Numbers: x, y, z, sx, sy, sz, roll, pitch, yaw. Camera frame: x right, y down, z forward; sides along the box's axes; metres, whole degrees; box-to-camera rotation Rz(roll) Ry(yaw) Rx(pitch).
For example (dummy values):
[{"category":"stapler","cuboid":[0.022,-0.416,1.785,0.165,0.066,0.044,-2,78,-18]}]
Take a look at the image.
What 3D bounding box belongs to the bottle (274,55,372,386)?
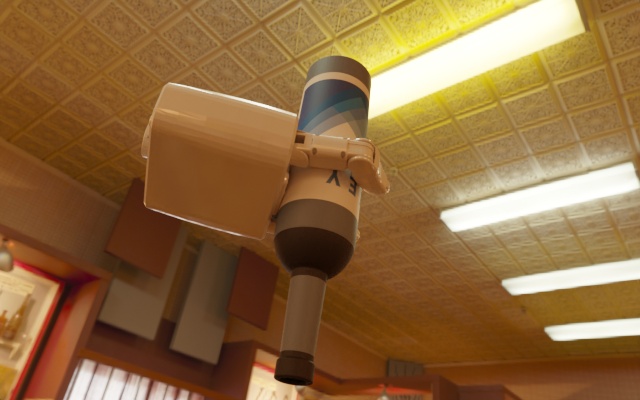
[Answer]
[{"category":"bottle","cuboid":[0.000,0.001,0.406,0.069,0.295,0.069,6,-33,4]}]
